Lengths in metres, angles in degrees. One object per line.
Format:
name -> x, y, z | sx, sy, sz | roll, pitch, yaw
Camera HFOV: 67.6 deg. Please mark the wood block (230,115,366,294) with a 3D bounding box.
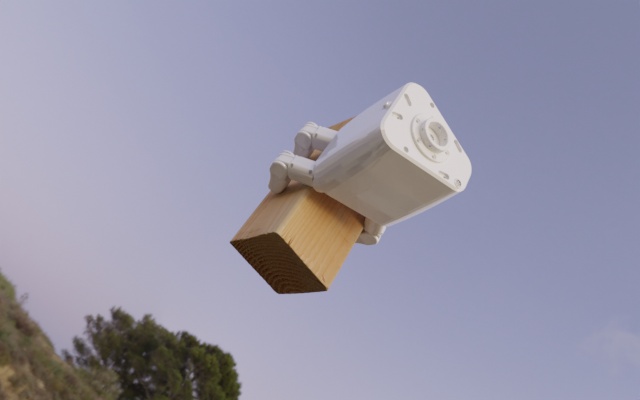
wood block -> 0.001, 0.002, 0.567 | 0.090, 0.091, 0.206 | -15, 31, 46
